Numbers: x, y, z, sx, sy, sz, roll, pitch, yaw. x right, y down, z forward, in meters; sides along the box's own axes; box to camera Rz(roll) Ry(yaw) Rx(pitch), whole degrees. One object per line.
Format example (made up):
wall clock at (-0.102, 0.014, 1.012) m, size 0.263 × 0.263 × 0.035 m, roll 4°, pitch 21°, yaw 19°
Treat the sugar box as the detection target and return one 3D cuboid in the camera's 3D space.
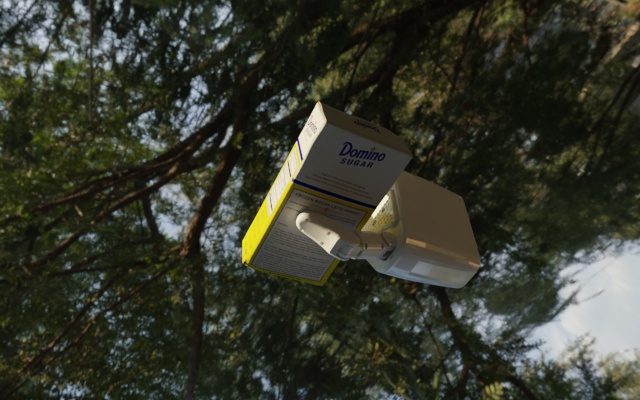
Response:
sugar box at (0.000, 0.001, 0.460) m, size 0.093 × 0.176 × 0.048 m, roll 18°, pitch 29°, yaw -24°
